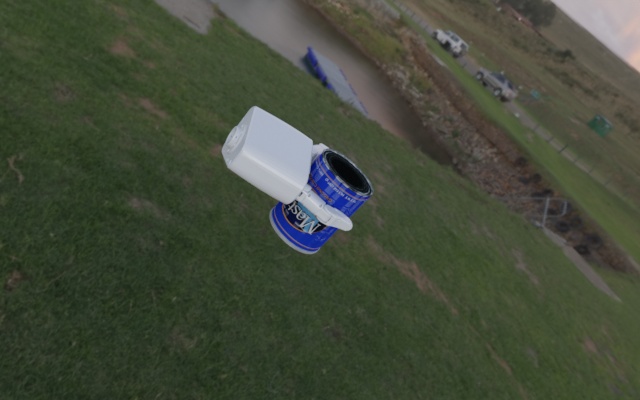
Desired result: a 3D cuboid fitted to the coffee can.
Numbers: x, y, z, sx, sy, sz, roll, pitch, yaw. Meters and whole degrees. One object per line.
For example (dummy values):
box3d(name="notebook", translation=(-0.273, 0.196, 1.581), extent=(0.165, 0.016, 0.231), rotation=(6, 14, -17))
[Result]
box3d(name="coffee can", translation=(0.000, 0.003, 0.763), extent=(0.140, 0.102, 0.103), rotation=(-47, -23, 23))
